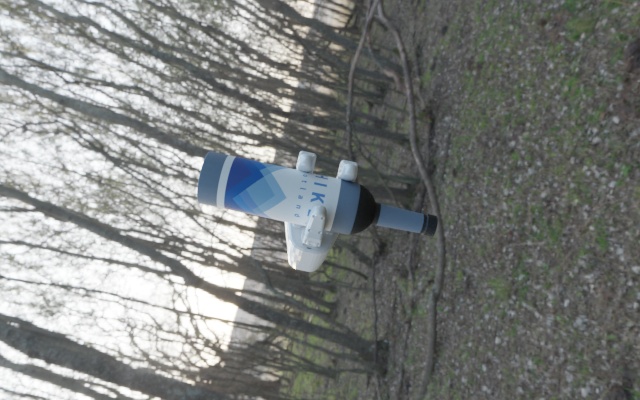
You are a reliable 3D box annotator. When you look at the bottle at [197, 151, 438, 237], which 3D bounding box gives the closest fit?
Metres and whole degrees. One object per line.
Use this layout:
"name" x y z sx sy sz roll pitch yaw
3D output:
"bottle" 0.000 0.002 0.598 0.296 0.069 0.069 12 -1 -2
